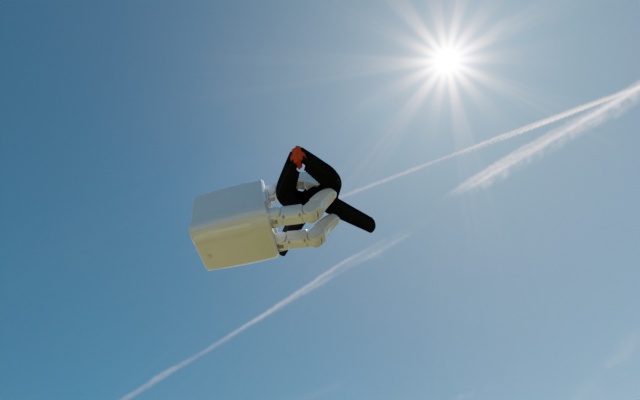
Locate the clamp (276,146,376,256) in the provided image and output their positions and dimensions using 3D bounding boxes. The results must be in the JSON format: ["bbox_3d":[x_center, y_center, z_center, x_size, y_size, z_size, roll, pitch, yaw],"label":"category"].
[{"bbox_3d":[0.000,0.001,0.707,0.164,0.036,0.210,-11,-42,-3],"label":"clamp"}]
